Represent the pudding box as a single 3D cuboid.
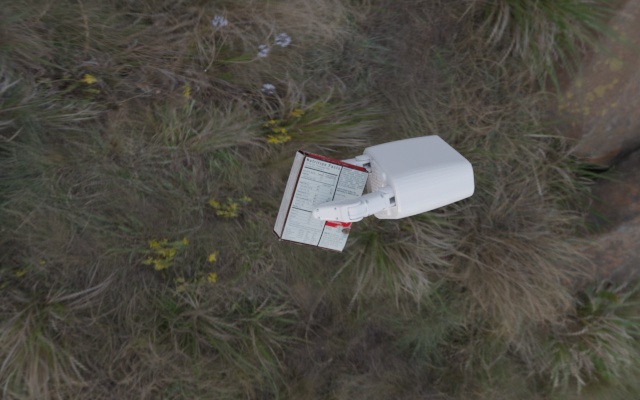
[{"bbox_3d":[0.000,0.002,0.595,0.090,0.113,0.039,14,9,-20],"label":"pudding box"}]
